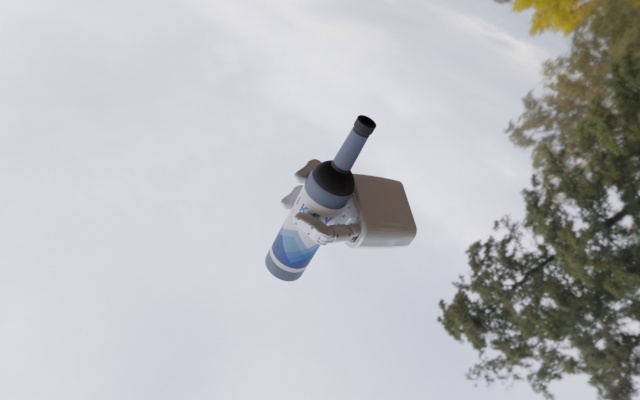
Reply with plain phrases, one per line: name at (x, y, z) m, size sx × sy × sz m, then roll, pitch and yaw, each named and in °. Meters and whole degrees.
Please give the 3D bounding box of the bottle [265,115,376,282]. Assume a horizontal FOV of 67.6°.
bottle at (0.000, 0.002, 0.696) m, size 0.069 × 0.296 × 0.069 m, roll 19°, pitch 37°, yaw -15°
